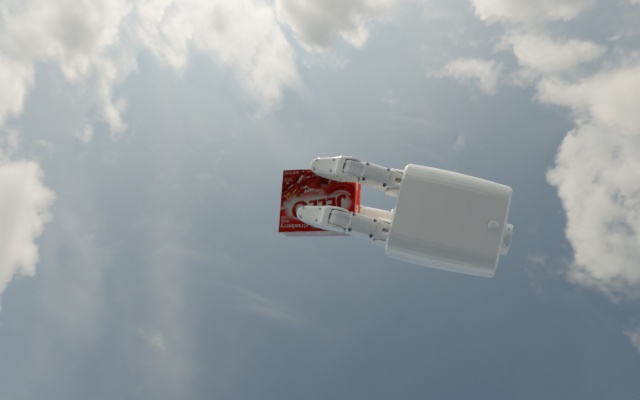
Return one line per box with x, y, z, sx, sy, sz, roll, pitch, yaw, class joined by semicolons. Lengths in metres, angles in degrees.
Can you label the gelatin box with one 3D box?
0.000;0.002;0.534;0.089;0.073;0.030;-2;-16;18;gelatin box
